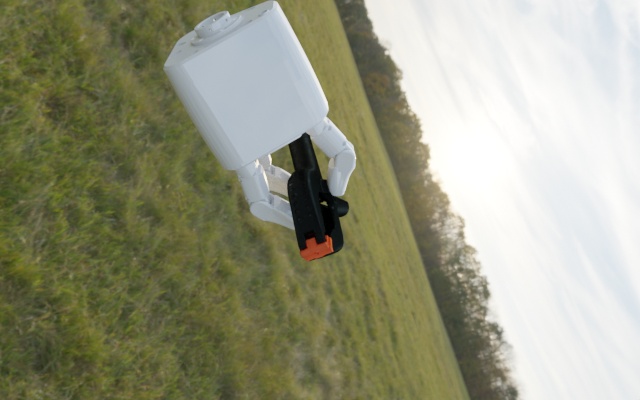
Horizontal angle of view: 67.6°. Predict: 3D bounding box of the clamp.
[{"bbox_3d":[0.001,0.002,0.521,0.036,0.165,0.209,-23,34,12],"label":"clamp"}]
